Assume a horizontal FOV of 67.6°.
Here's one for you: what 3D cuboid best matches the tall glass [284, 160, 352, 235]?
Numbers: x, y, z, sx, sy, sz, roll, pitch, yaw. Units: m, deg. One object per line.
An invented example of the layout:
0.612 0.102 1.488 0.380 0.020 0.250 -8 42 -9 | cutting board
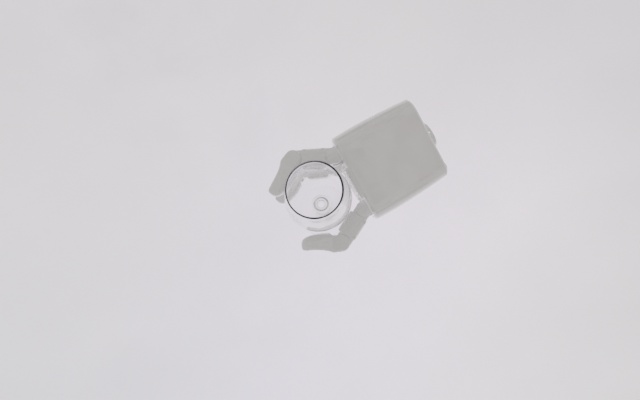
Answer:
0.000 0.002 0.590 0.079 0.079 0.201 0 -7 4 | tall glass
